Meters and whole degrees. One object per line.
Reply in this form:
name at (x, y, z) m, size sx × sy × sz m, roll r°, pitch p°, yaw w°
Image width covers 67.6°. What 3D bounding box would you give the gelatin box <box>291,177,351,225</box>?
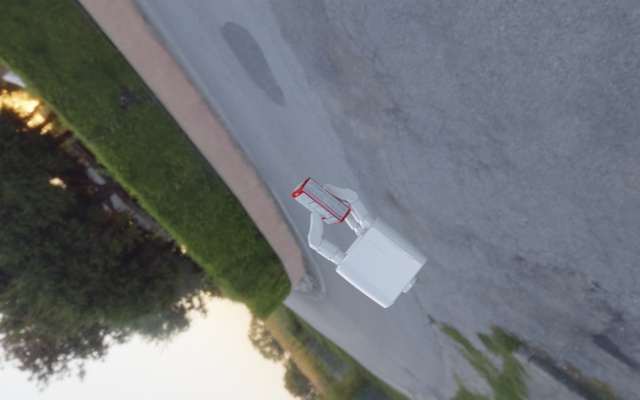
gelatin box at (0.000, 0.003, 0.796) m, size 0.089 × 0.030 × 0.073 m, roll 37°, pitch -14°, yaw -8°
